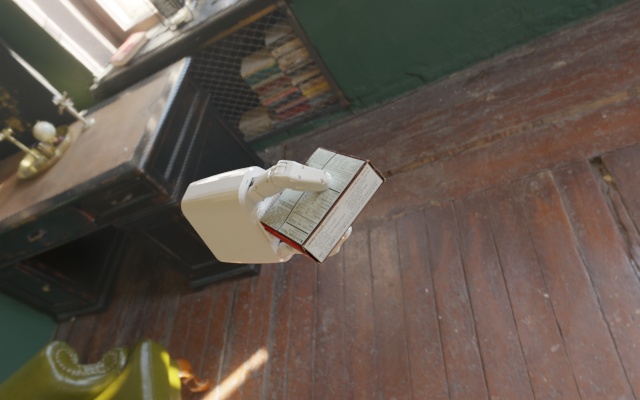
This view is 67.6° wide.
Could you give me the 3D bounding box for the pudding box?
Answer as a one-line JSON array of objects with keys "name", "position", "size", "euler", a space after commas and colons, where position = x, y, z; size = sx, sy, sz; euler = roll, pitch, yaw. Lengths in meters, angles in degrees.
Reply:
[{"name": "pudding box", "position": [0.000, 0.002, 0.502], "size": [0.039, 0.113, 0.090], "euler": [44, -12, -37]}]
